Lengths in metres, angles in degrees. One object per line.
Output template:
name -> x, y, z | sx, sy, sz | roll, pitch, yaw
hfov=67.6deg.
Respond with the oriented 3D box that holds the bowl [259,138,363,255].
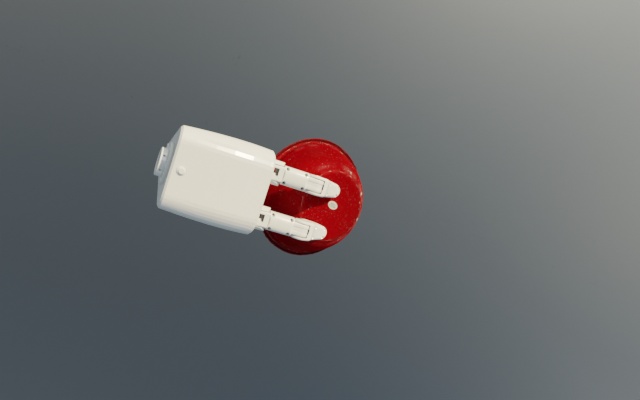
bowl -> 0.001, 0.002, 0.626 | 0.162, 0.162, 0.055 | 0, 12, -32
